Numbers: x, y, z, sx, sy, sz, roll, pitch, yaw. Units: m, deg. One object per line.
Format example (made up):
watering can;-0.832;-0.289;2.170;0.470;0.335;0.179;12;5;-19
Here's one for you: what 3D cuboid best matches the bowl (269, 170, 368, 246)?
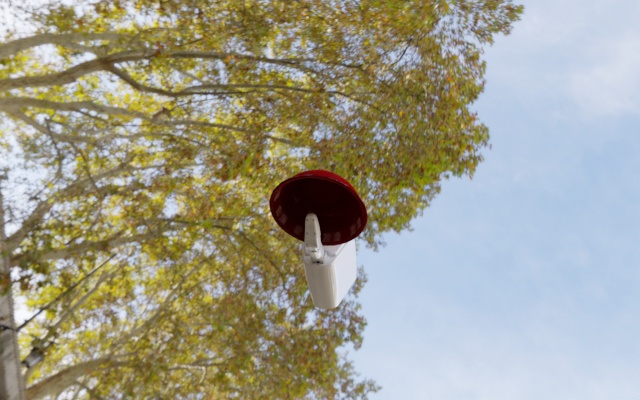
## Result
bowl;0.000;0.001;0.787;0.162;0.162;0.055;0;44;15
